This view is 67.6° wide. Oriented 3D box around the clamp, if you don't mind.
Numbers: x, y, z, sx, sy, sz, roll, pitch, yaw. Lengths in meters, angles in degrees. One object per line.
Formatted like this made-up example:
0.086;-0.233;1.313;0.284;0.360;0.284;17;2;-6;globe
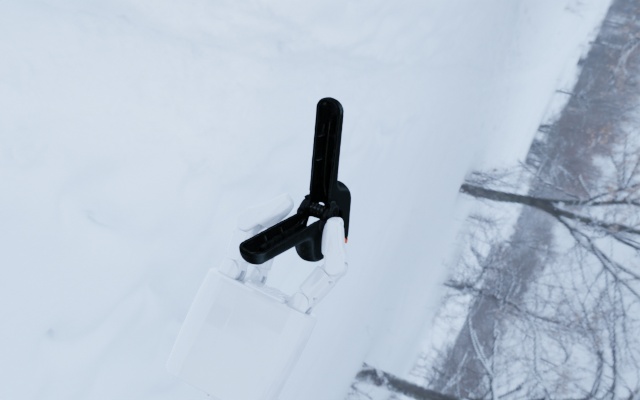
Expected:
0.001;0.002;0.494;0.036;0.164;0.210;23;-7;21;clamp
